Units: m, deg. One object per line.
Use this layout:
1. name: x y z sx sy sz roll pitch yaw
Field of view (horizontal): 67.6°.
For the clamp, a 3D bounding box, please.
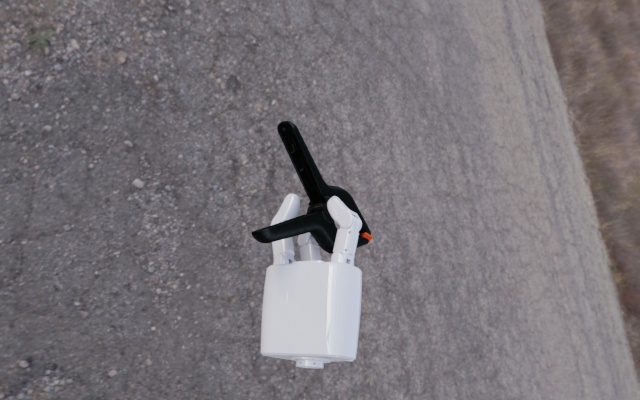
1. clamp: 0.001 0.002 0.632 0.036 0.164 0.210 -12 -27 39
